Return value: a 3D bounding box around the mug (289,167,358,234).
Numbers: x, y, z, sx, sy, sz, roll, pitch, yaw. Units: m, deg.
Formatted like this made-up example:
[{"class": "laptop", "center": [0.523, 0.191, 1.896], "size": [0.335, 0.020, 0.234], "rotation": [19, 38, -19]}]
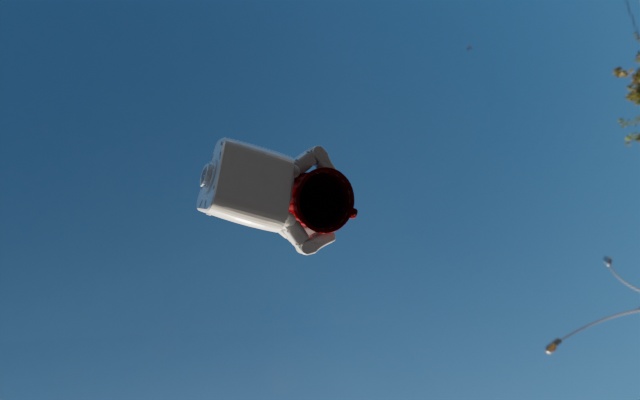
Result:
[{"class": "mug", "center": [0.001, 0.003, 0.709], "size": [0.117, 0.093, 0.081], "rotation": [18, -7, -26]}]
